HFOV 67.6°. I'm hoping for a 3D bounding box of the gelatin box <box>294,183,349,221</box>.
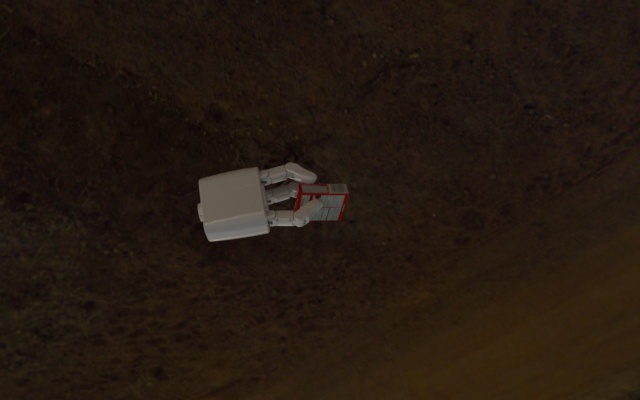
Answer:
[{"bbox_3d":[0.001,0.003,0.858,0.089,0.030,0.073,0,-43,-13],"label":"gelatin box"}]
